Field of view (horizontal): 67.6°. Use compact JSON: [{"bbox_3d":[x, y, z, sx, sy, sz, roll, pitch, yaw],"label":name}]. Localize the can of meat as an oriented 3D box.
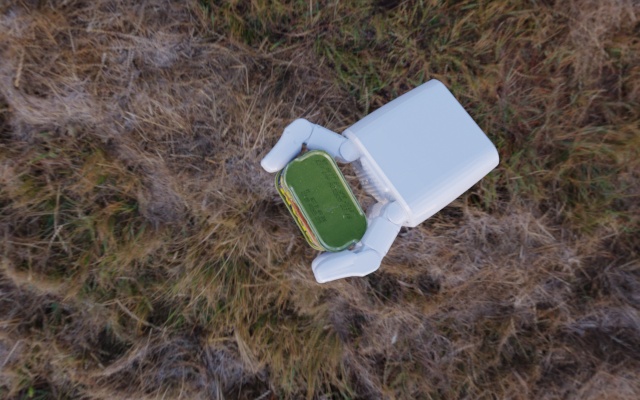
[{"bbox_3d":[0.000,0.001,0.475,0.057,0.102,0.084,-31,3,-8],"label":"can of meat"}]
